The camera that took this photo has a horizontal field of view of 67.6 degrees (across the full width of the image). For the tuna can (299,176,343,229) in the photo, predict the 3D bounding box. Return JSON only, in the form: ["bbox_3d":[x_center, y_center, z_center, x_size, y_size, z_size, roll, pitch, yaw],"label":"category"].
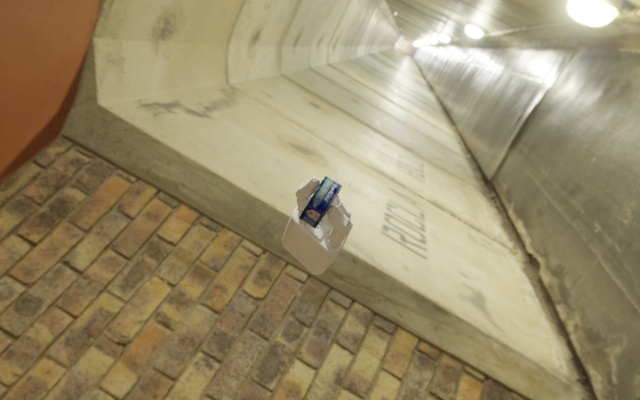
[{"bbox_3d":[0.000,0.002,0.792,0.034,0.086,0.086,32,0,0],"label":"tuna can"}]
